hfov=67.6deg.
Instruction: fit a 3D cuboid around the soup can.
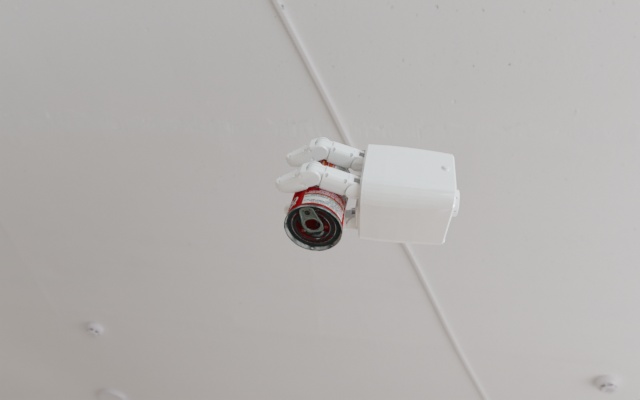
[{"bbox_3d":[0.000,0.002,0.580,0.068,0.069,0.102,0,38,13],"label":"soup can"}]
